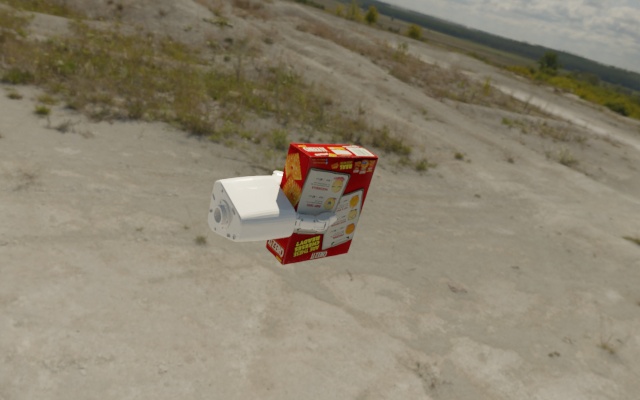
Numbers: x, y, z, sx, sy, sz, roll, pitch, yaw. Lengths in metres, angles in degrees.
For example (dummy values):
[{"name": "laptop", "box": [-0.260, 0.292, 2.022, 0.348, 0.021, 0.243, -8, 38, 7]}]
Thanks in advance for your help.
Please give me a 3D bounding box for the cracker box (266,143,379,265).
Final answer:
[{"name": "cracker box", "box": [0.000, 0.003, 0.887, 0.164, 0.214, 0.072, -5, 31, -39]}]
